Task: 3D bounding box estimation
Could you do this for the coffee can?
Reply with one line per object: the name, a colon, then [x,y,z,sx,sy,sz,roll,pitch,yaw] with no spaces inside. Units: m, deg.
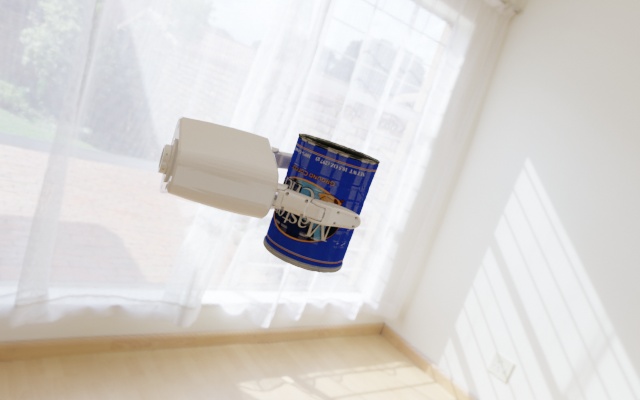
coffee can: [0.000,0.002,0.576,0.103,0.140,0.102,18,11,-4]
